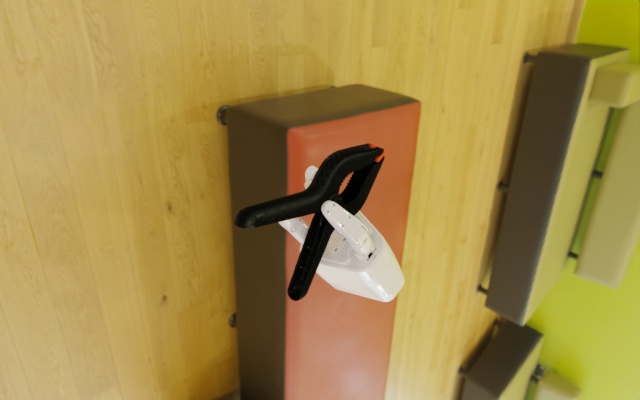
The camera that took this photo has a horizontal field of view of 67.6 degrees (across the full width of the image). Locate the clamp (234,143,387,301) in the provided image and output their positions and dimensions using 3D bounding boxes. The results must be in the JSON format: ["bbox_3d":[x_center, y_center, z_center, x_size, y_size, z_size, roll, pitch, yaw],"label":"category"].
[{"bbox_3d":[0.001,0.002,0.553,0.036,0.210,0.165,29,-17,38],"label":"clamp"}]
